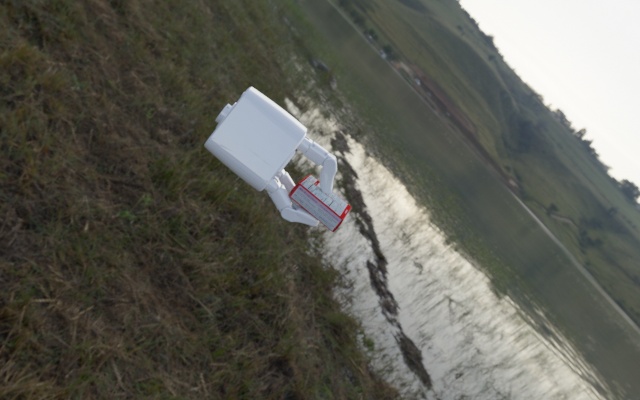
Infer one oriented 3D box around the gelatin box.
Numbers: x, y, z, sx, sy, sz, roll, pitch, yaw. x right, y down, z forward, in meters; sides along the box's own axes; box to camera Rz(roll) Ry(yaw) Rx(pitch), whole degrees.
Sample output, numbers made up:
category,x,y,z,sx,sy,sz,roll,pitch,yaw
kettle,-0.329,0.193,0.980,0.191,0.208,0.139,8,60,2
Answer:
category,x,y,z,sx,sy,sz,roll,pitch,yaw
gelatin box,0.001,0.002,0.735,0.089,0.030,0.073,39,19,1
